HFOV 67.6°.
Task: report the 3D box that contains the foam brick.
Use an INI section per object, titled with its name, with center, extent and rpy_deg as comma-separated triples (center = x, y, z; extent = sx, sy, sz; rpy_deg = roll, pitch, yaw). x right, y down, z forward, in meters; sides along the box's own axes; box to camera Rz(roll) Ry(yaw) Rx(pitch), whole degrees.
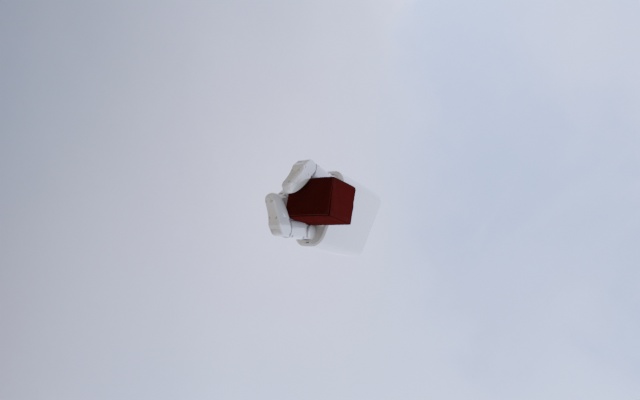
[foam brick]
center = 0.000, 0.002, 0.636
extent = 0.078, 0.053, 0.051
rpy_deg = -2, -18, 41
